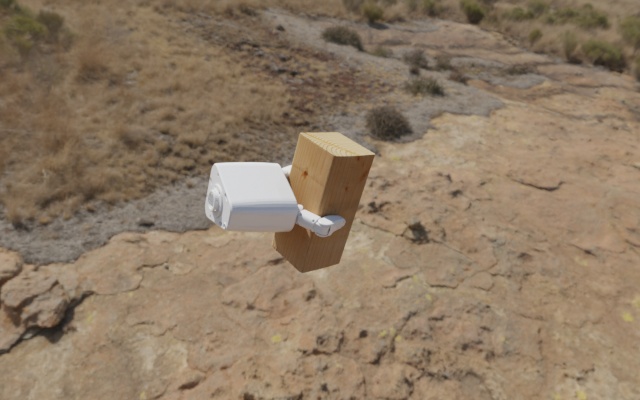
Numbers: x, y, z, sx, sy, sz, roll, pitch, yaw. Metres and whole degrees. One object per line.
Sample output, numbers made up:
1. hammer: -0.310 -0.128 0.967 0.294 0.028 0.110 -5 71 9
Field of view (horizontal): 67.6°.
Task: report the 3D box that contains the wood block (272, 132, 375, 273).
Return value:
1. wood block: 0.000 0.003 0.777 0.090 0.206 0.090 -8 34 -42
